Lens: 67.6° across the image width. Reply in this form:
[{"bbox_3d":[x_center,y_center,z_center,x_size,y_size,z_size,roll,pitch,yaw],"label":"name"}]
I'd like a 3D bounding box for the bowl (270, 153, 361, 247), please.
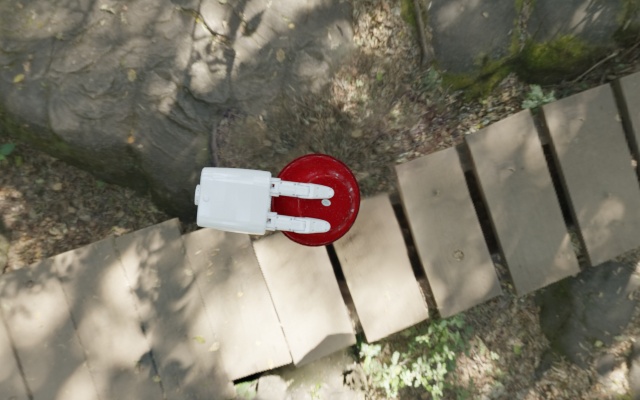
[{"bbox_3d":[0.002,0.002,0.796,0.162,0.162,0.055,0,6,-16],"label":"bowl"}]
